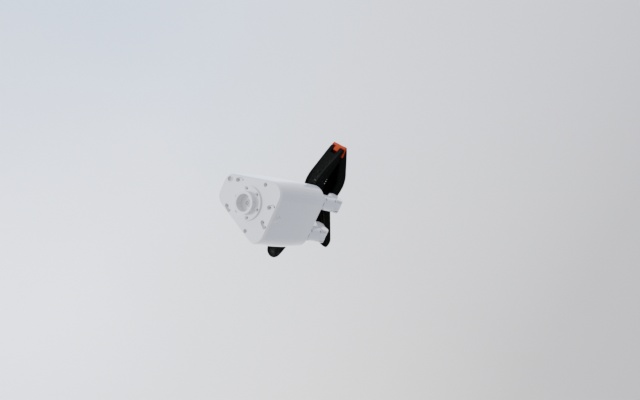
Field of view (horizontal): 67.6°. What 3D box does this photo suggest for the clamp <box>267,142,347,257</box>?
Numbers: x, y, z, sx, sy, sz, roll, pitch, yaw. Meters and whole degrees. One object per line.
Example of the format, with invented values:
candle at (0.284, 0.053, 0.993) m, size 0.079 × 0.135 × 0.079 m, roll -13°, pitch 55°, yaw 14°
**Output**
clamp at (0.000, 0.002, 0.826) m, size 0.036 × 0.210 × 0.164 m, roll 31°, pitch 12°, yaw 29°
